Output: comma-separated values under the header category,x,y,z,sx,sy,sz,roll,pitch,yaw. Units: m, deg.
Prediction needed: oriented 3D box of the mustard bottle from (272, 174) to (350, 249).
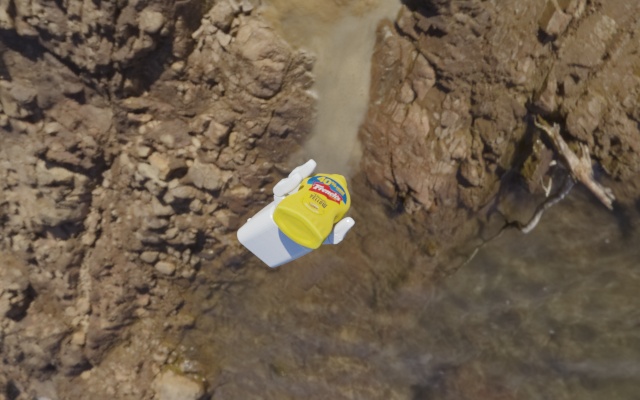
category,x,y,z,sx,sy,sz,roll,pitch,yaw
mustard bottle,0.000,0.003,0.839,0.096,0.058,0.191,35,37,6
